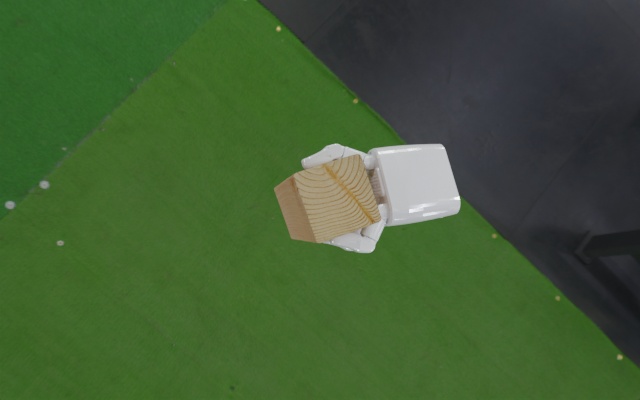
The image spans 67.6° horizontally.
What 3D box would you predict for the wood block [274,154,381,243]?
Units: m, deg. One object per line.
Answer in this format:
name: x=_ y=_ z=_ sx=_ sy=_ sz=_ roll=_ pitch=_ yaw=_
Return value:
wood block: x=0.000 y=0.002 z=0.675 sx=0.090 sy=0.091 sz=0.206 roll=-19 pitch=1 yaw=-13
